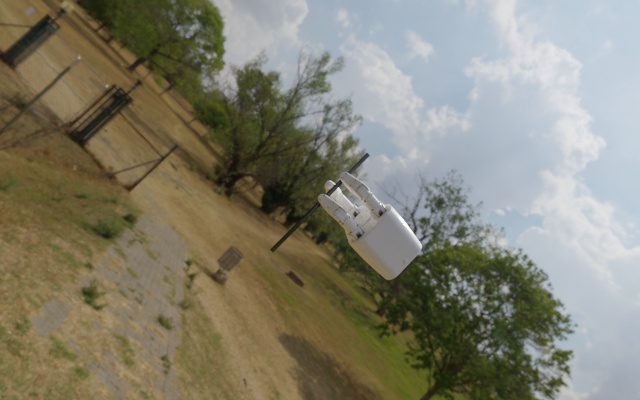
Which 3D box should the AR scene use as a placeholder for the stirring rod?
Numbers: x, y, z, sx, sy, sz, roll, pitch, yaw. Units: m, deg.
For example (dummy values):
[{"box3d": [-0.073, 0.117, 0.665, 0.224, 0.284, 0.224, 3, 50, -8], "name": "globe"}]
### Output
[{"box3d": [0.000, 0.003, 0.836, 0.011, 0.239, 0.011, 44, -5, 5], "name": "stirring rod"}]
